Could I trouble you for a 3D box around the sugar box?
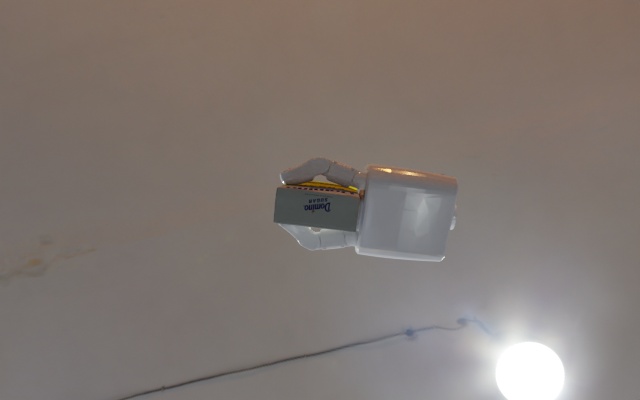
[{"bbox_3d":[0.000,0.001,0.595,0.093,0.048,0.176,7,3,2],"label":"sugar box"}]
